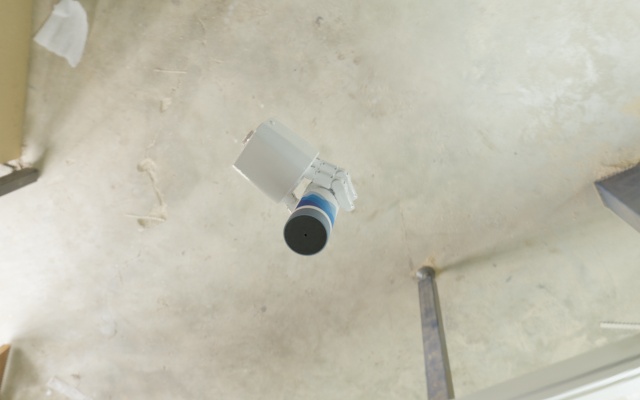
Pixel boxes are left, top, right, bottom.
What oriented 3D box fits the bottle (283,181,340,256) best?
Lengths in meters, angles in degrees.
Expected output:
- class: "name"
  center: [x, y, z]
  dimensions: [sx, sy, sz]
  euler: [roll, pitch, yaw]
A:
- class: "bottle"
  center: [0.000, 0.003, 0.818]
  dimensions: [0.069, 0.069, 0.295]
  euler: [0, 19, 9]
